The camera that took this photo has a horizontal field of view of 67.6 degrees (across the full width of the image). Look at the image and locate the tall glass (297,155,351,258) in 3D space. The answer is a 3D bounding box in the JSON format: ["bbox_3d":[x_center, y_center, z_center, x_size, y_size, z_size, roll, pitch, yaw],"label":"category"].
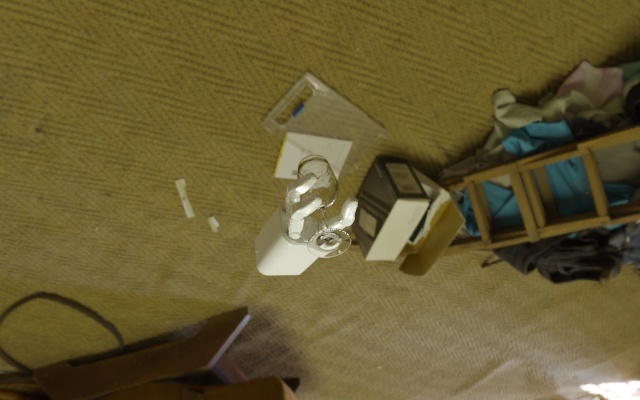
[{"bbox_3d":[0.000,0.003,0.863,0.079,0.079,0.200,-6,45,-6],"label":"tall glass"}]
